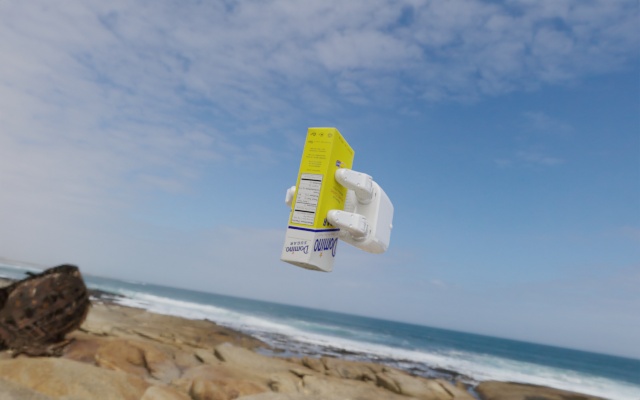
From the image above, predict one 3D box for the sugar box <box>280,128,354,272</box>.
[{"bbox_3d":[0.001,0.002,0.628,0.048,0.176,0.093,4,-13,22],"label":"sugar box"}]
